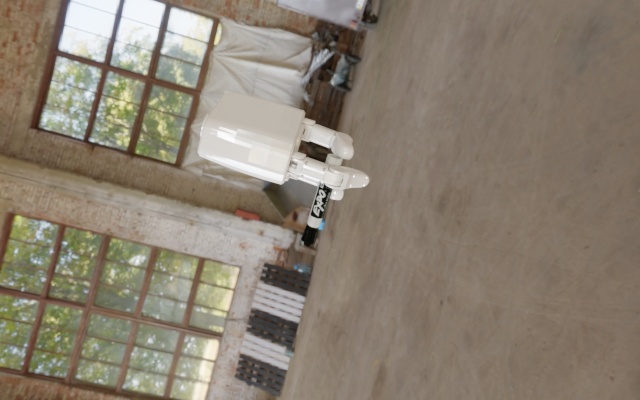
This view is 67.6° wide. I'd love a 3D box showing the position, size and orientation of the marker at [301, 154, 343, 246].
[{"bbox_3d":[0.000,0.002,0.587,0.020,0.121,0.020,16,19,-6],"label":"marker"}]
